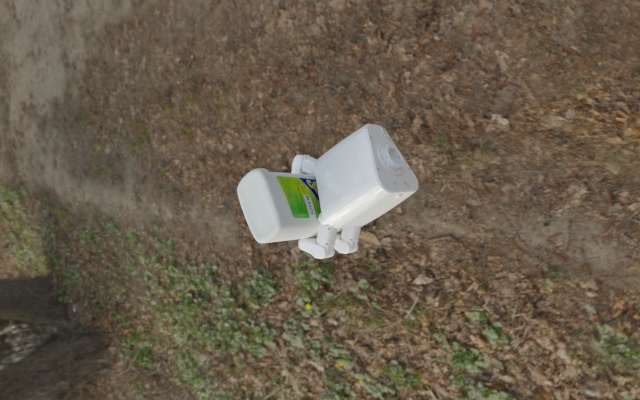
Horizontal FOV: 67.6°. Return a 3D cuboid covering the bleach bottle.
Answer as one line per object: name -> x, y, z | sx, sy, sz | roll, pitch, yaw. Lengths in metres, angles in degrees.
bleach bottle -> 0.000, 0.003, 0.730 | 0.251, 0.102, 0.068 | -5, -23, -47
